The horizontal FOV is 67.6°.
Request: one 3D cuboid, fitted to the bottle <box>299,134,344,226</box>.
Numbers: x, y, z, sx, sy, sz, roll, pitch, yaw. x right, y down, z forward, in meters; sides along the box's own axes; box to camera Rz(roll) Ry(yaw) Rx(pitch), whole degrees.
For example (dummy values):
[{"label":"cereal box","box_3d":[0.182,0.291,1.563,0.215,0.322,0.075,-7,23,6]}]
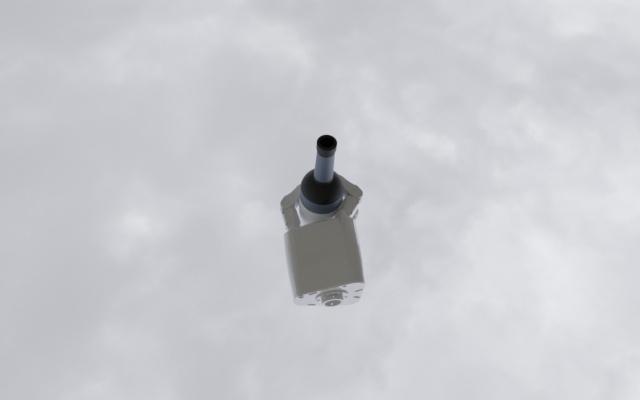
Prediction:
[{"label":"bottle","box_3d":[0.000,0.003,0.749,0.069,0.069,0.296,0,-32,-4]}]
